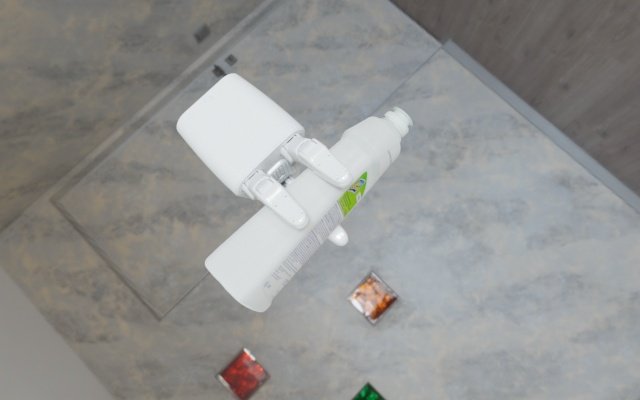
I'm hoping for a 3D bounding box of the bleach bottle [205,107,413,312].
[{"bbox_3d":[0.000,0.002,0.496,0.068,0.251,0.103,43,-9,16],"label":"bleach bottle"}]
